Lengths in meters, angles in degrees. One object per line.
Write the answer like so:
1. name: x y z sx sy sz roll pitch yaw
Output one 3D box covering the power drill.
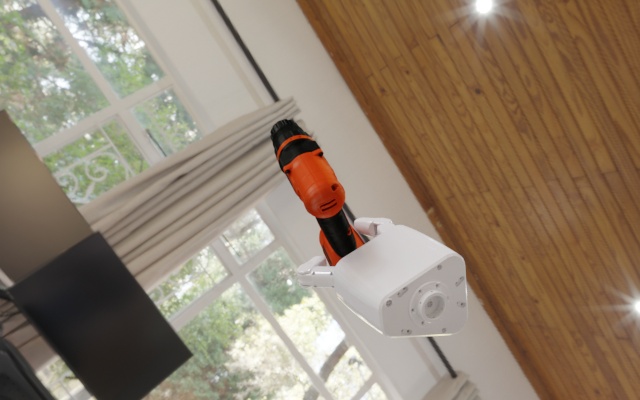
1. power drill: 0.000 0.002 0.602 0.057 0.188 0.184 -28 40 0
